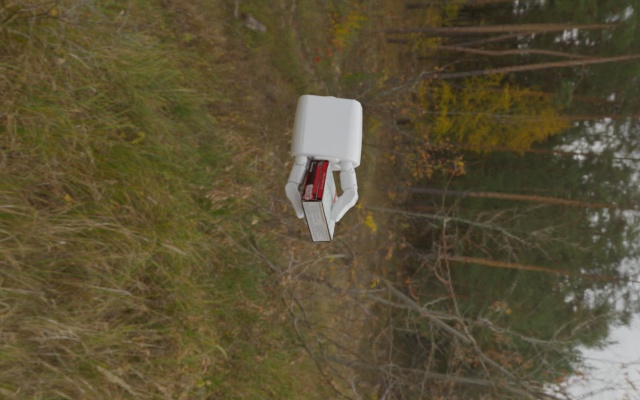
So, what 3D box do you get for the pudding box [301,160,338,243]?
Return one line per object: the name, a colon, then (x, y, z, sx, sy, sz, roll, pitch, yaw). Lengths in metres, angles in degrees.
pudding box: (0.000, 0.003, 0.789, 0.039, 0.090, 0.114, 0, -40, 14)
